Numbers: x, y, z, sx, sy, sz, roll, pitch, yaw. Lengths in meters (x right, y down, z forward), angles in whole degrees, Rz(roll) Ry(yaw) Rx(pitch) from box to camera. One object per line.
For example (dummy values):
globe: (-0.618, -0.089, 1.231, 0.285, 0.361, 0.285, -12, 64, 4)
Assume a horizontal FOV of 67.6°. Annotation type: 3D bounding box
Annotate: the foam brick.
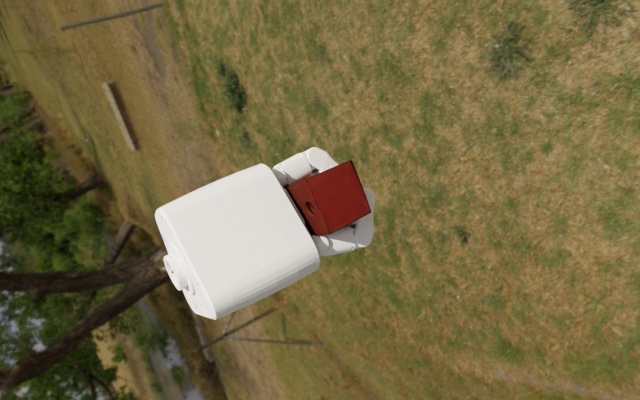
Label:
foam brick: (0.000, 0.001, 0.450, 0.051, 0.053, 0.078, -25, 4, -28)
